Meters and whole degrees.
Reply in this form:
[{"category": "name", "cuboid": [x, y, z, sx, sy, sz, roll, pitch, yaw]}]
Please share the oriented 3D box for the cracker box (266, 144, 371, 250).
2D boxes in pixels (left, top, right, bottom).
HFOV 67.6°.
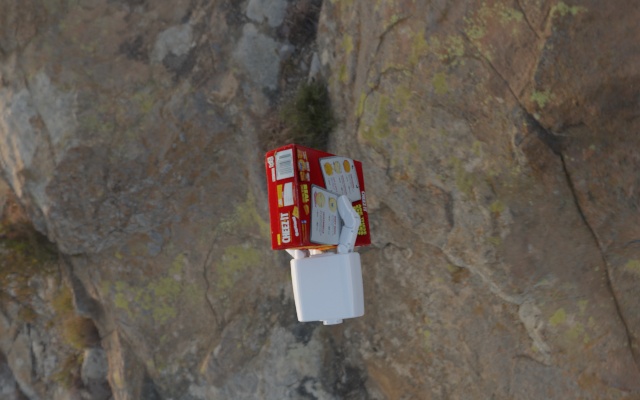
[{"category": "cracker box", "cuboid": [0.000, 0.003, 0.838, 0.072, 0.164, 0.214, -11, -10, 34]}]
